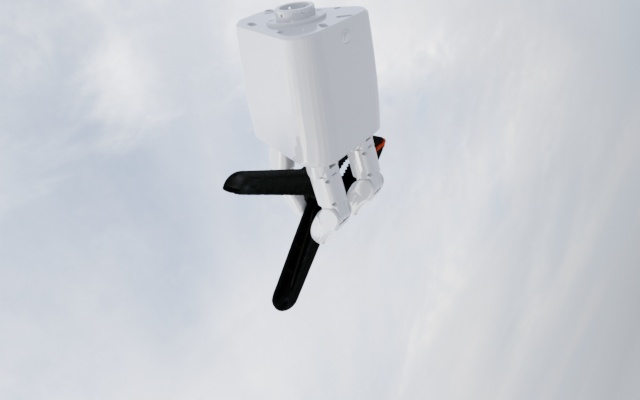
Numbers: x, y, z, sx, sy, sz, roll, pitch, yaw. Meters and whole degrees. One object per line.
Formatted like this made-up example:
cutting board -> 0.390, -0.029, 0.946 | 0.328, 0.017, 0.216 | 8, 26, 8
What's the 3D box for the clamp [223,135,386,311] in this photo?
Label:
clamp -> 0.000, 0.001, 0.487 | 0.036, 0.165, 0.210 | 19, 42, 35
